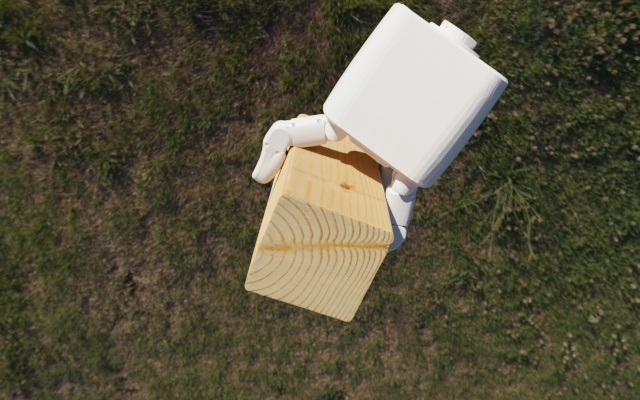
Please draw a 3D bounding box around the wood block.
[{"bbox_3d":[0.000,0.001,0.446,0.091,0.090,0.206,20,25,-8],"label":"wood block"}]
